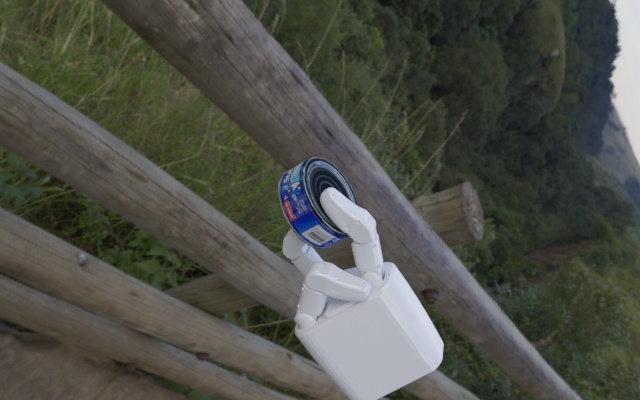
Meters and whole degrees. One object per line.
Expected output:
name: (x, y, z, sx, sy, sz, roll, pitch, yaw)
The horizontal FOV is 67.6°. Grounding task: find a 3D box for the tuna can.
tuna can: (0.000, 0.001, 0.466, 0.034, 0.086, 0.086, -29, -17, 32)
